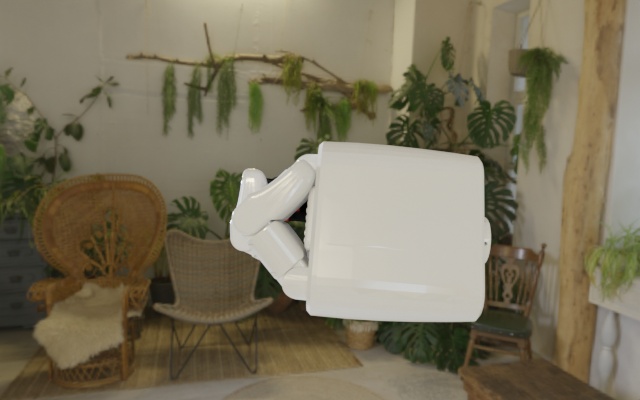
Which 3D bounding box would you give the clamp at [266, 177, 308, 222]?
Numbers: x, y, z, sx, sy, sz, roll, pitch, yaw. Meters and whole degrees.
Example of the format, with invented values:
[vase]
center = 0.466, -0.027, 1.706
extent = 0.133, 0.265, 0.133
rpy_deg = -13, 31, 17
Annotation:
[clamp]
center = 0.000, 0.001, 0.427
extent = 0.120, 0.039, 0.171
rpy_deg = 6, 6, 3
